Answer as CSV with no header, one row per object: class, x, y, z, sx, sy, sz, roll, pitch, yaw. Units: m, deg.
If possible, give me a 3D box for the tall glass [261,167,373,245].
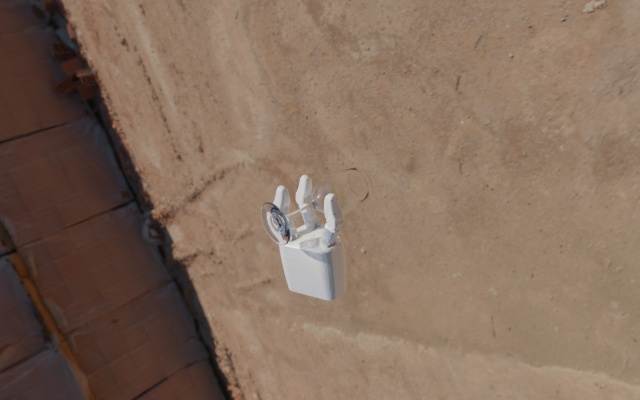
tall glass,0.000,0.003,0.818,0.201,0.079,0.079,-26,16,-35
